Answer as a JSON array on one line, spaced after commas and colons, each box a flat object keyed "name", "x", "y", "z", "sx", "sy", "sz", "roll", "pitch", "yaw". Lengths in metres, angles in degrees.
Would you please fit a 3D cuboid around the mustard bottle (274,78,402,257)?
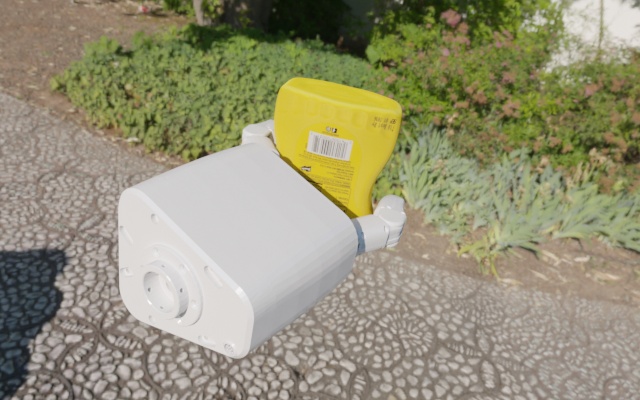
[{"name": "mustard bottle", "x": 0.000, "y": 0.001, "z": 0.404, "sx": 0.096, "sy": 0.192, "sz": 0.058, "roll": 14, "pitch": 27, "yaw": 3}]
